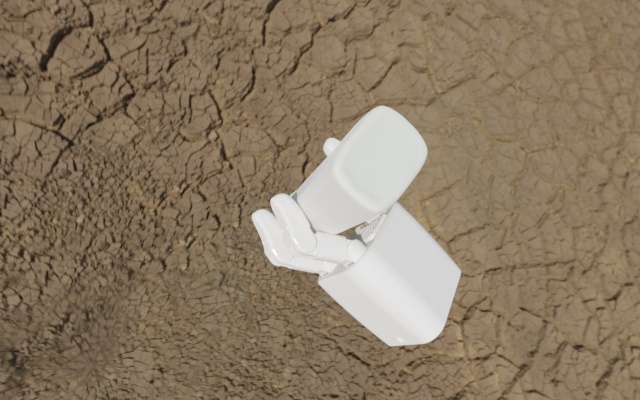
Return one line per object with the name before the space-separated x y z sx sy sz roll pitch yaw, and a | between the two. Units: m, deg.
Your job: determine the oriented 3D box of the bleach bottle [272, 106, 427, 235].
bleach bottle | 0.000 0.002 0.501 0.102 0.068 0.251 -50 7 -30
